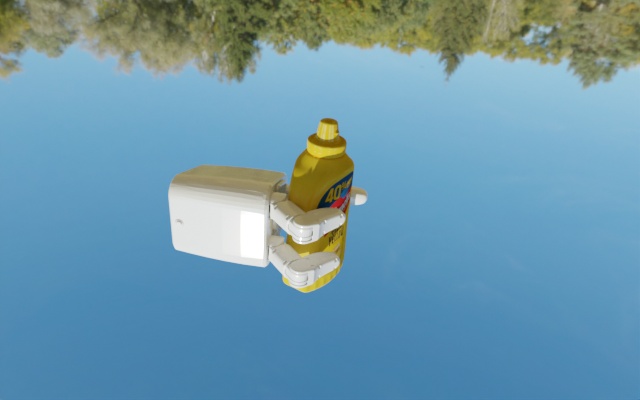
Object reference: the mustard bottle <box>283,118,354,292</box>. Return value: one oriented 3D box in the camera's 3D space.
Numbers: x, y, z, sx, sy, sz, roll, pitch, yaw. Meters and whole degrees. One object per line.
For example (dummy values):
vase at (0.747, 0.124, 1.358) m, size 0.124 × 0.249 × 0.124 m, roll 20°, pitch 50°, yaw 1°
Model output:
mustard bottle at (0.000, 0.002, 0.529) m, size 0.058 × 0.192 × 0.096 m, roll 22°, pitch 34°, yaw 26°
